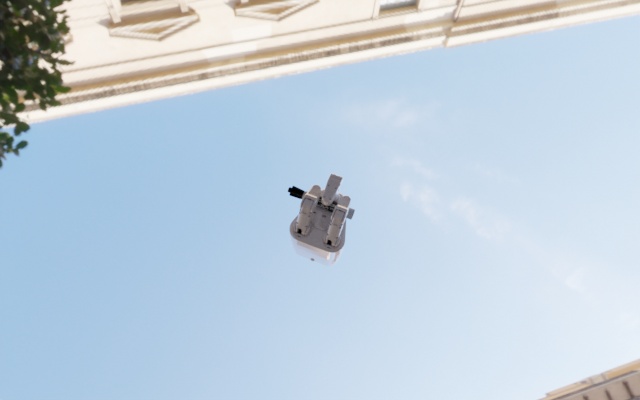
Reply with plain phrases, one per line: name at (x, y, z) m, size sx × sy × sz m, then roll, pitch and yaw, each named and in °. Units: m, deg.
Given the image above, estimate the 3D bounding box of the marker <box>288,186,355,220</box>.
marker at (0.000, 0.003, 0.822) m, size 0.121 × 0.020 × 0.020 m, roll 21°, pitch 3°, yaw 8°
